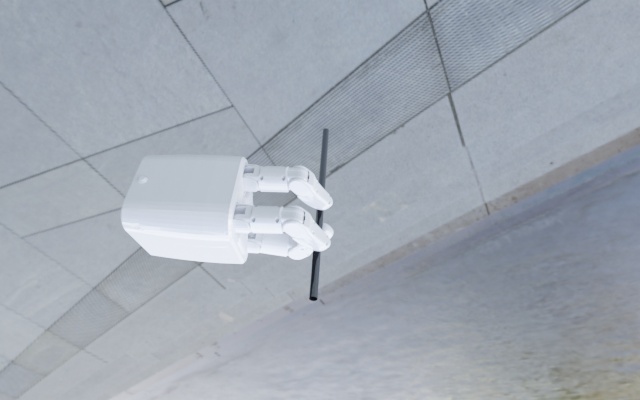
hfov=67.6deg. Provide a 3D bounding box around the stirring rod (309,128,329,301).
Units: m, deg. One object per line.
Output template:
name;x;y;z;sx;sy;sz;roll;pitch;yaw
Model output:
stirring rod;0.000;0.002;0.523;0.011;0.239;0.011;2;-41;2
